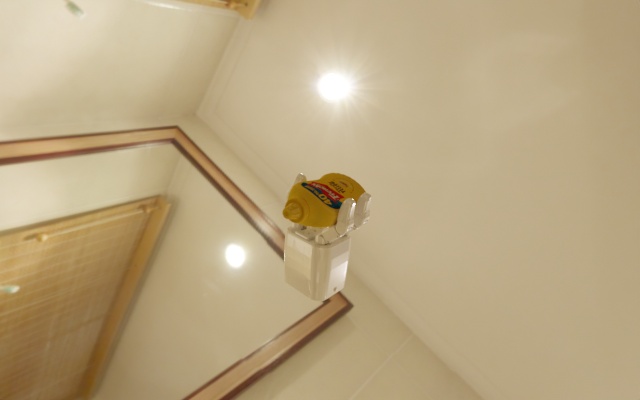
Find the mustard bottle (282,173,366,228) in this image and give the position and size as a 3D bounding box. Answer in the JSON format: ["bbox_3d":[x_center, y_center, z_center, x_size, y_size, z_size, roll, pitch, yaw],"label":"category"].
[{"bbox_3d":[0.000,0.002,0.813,0.096,0.058,0.191,39,30,21],"label":"mustard bottle"}]
